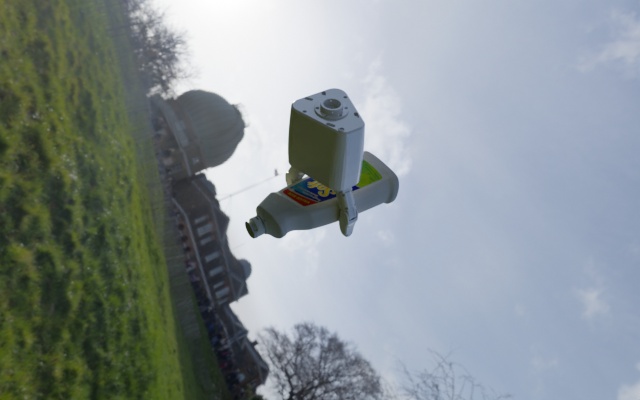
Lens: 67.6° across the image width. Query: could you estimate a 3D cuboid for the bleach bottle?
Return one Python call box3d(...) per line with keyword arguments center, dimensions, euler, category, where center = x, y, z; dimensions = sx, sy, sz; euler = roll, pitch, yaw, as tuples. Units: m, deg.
box3d(center=(0.000, 0.002, 0.769), dimensions=(0.251, 0.068, 0.102), euler=(-25, 52, -26), category="bleach bottle")
